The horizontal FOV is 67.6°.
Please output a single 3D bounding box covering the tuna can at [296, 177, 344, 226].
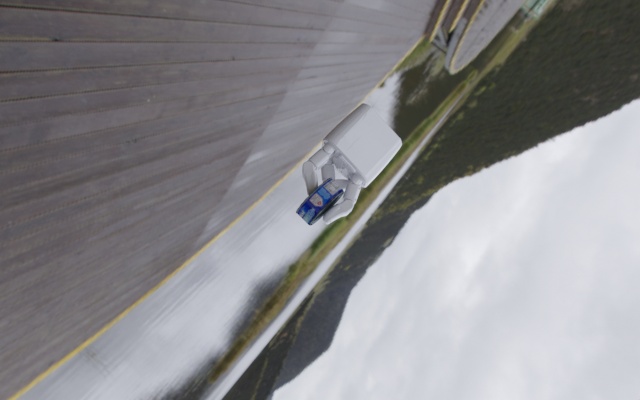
[{"bbox_3d":[0.000,0.003,0.812,0.086,0.034,0.086,-44,-7,-7],"label":"tuna can"}]
